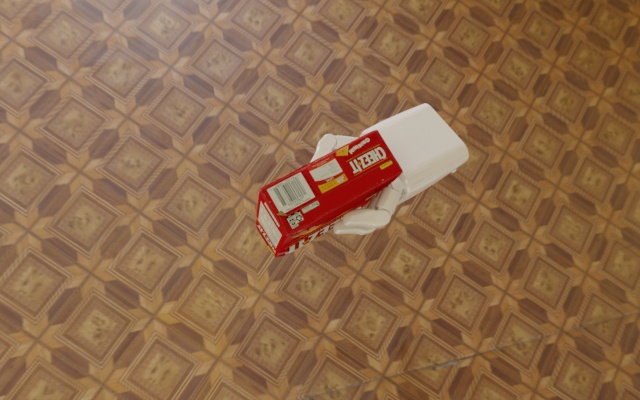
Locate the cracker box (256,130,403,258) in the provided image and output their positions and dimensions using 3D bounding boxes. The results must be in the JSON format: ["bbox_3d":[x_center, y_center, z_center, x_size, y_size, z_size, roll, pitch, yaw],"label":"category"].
[{"bbox_3d":[0.000,0.002,0.651,0.164,0.072,0.214,-29,-8,-14],"label":"cracker box"}]
